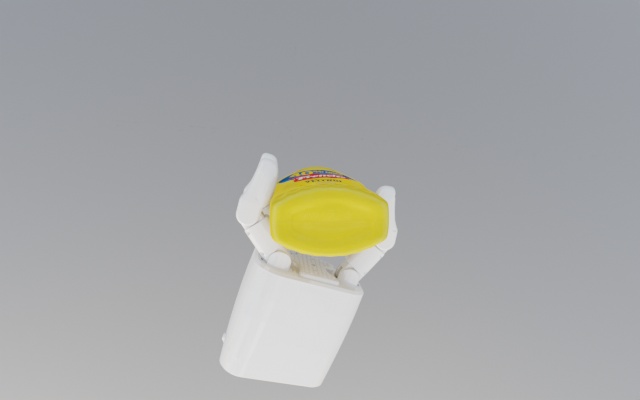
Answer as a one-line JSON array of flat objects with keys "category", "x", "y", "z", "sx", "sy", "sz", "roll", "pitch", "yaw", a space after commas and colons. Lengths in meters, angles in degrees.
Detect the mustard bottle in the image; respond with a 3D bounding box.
[{"category": "mustard bottle", "x": 0.000, "y": 0.001, "z": 0.463, "sx": 0.096, "sy": 0.058, "sz": 0.191, "roll": -2, "pitch": 10, "yaw": -5}]
